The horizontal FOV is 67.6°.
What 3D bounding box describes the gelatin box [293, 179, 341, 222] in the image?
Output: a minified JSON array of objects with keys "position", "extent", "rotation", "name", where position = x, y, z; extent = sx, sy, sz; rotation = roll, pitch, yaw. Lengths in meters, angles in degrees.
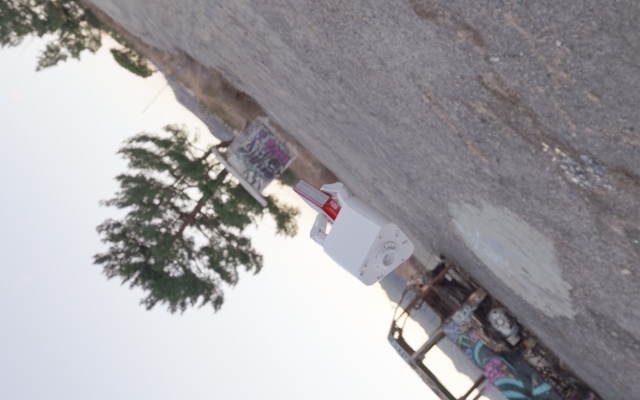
[{"position":[0.000,0.003,0.886],"extent":[0.089,0.030,0.073],"rotation":[32,-9,40],"name":"gelatin box"}]
